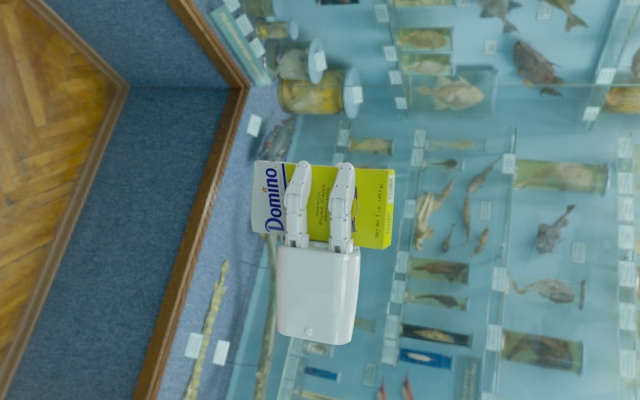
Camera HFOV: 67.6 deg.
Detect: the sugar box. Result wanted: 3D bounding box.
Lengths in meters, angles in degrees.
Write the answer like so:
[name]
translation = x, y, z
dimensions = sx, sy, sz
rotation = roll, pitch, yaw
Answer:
[sugar box]
translation = 0.000, 0.002, 0.588
dimensions = 0.176, 0.093, 0.048
rotation = 5, 6, 20
